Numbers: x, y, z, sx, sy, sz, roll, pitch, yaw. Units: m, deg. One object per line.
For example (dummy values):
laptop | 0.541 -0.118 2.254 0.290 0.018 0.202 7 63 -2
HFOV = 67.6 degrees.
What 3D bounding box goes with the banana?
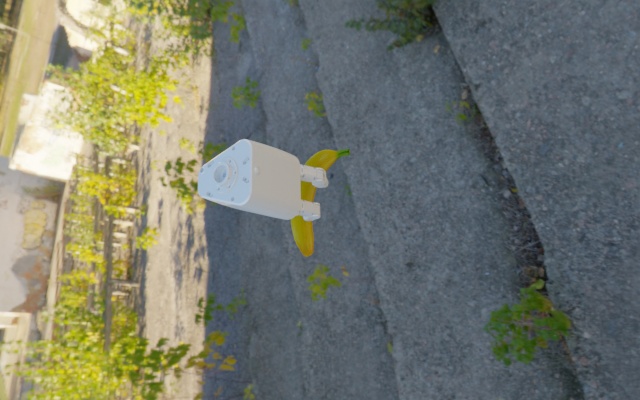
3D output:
banana | -0.015 -0.006 0.812 0.069 0.198 0.037 20 -2 20
